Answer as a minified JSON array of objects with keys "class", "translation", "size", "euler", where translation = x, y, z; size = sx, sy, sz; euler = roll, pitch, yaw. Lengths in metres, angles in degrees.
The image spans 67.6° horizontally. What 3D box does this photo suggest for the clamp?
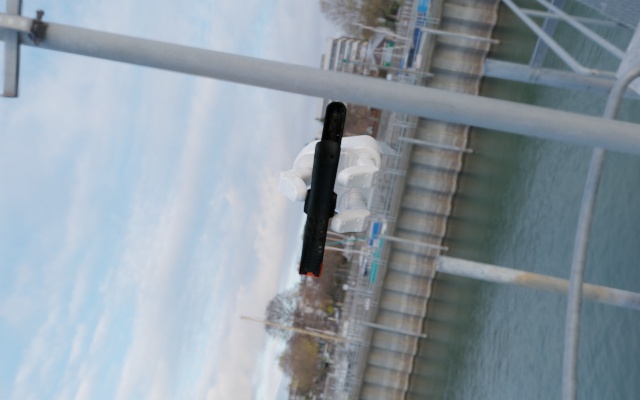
[{"class":"clamp","translation":[-0.001,0.002,0.541],"size":[0.036,0.210,0.164],"euler":[10,19,2]}]
